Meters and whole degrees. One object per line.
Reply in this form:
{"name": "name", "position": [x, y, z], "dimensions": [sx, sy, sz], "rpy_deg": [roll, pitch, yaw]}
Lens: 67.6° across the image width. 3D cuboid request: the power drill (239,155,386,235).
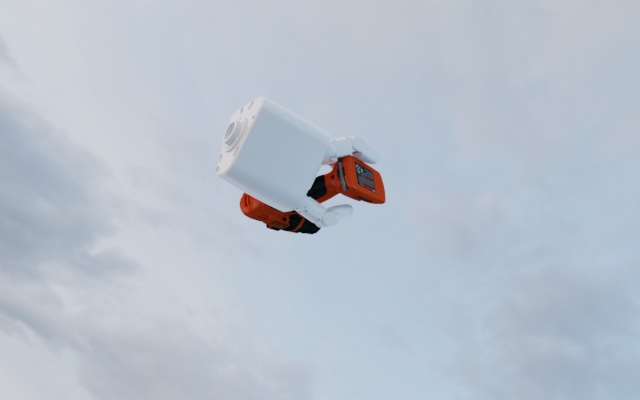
{"name": "power drill", "position": [0.000, 0.002, 0.727], "dimensions": [0.188, 0.057, 0.184], "rpy_deg": [-22, -23, 28]}
